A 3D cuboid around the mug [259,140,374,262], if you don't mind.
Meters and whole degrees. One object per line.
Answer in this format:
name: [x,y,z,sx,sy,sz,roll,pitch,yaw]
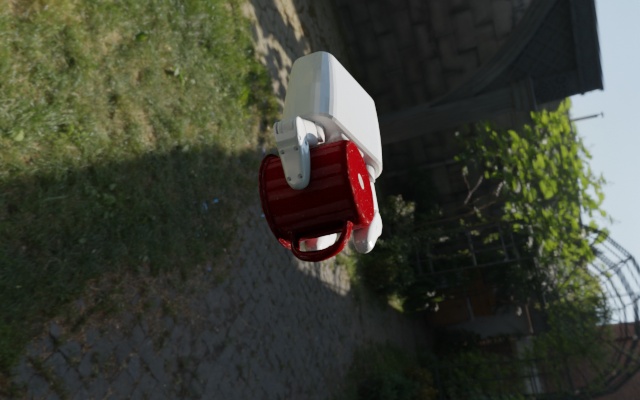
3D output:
mug: [0.000,0.002,0.435,0.081,0.117,0.093,-14,-40,18]
